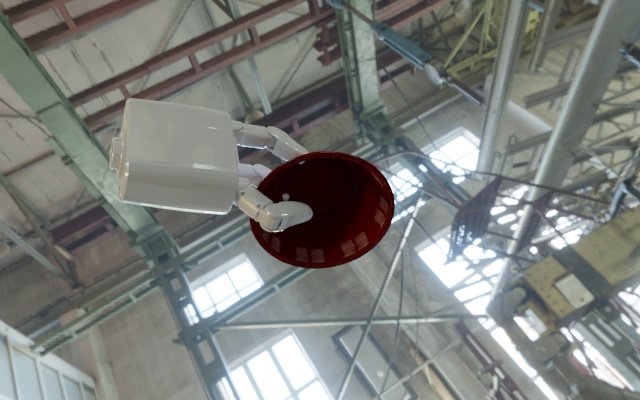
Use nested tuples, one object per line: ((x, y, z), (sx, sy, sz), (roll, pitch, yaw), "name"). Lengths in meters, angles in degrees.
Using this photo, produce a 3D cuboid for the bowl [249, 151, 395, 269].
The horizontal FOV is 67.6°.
((0.001, 0.002, 0.546), (0.162, 0.162, 0.055), (0, 36, -7), "bowl")
